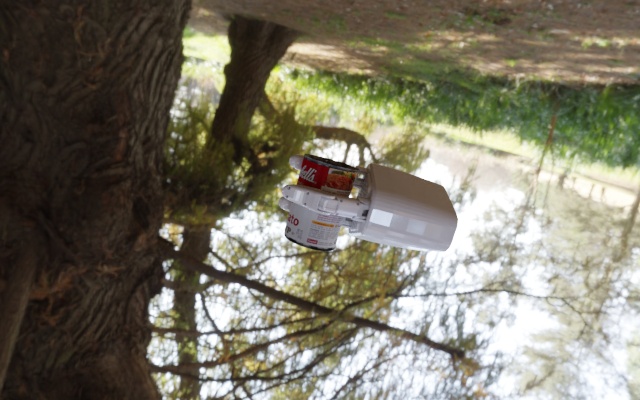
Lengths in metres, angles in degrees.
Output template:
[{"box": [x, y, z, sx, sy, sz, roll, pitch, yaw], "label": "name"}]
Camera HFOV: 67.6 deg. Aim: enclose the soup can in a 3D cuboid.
[{"box": [0.000, 0.002, 0.576, 0.068, 0.102, 0.068, 15, 10, -3], "label": "soup can"}]
